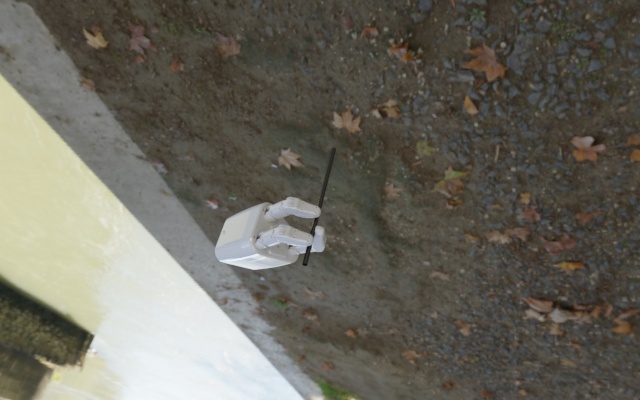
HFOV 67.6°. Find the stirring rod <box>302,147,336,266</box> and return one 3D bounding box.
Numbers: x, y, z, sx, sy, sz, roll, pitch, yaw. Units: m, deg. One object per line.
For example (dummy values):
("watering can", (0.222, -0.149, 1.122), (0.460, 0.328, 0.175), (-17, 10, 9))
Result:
("stirring rod", (0.000, 0.003, 0.806), (0.011, 0.239, 0.011), (10, -34, 7))
